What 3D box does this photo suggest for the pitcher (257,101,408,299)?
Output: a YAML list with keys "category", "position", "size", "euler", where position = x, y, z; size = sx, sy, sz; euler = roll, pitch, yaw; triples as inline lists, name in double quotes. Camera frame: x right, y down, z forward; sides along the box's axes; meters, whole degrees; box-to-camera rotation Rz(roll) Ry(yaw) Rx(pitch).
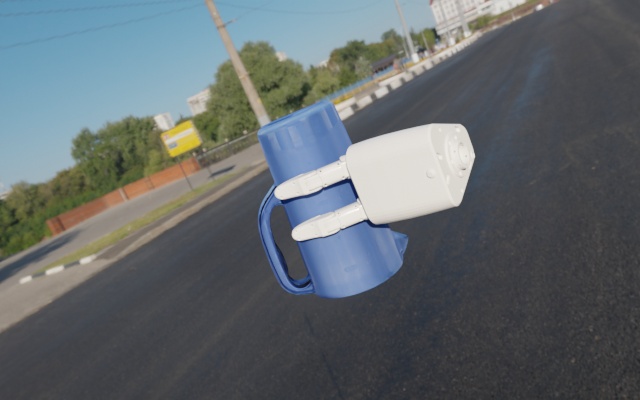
- category: "pitcher"
  position: [0.000, 0.002, 0.638]
  size: [0.145, 0.243, 0.149]
  euler: [-13, 16, 40]
